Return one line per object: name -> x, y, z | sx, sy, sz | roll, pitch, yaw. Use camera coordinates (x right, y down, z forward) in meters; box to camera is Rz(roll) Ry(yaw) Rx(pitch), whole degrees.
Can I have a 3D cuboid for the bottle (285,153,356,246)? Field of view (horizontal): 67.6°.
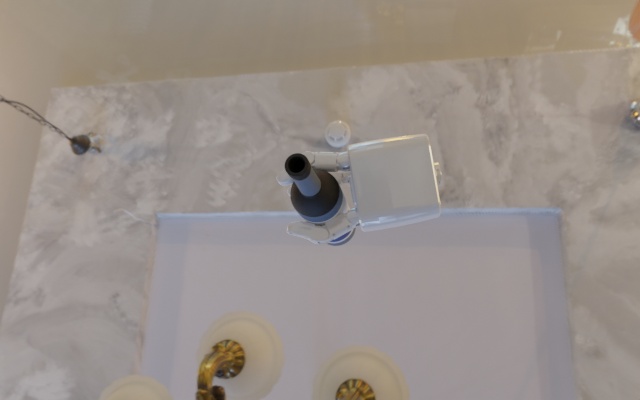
bottle -> 0.000, 0.002, 0.656 | 0.069, 0.069, 0.296 | 0, -16, 11
